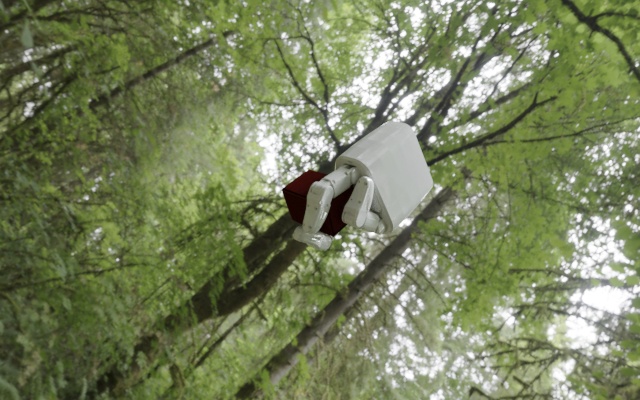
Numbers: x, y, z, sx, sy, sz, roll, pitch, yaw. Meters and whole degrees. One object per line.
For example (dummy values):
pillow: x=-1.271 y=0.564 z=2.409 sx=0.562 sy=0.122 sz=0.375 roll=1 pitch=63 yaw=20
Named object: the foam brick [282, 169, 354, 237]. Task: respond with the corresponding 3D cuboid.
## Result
foam brick: x=0.000 y=0.002 z=0.608 sx=0.078 sy=0.053 sz=0.051 roll=20 pitch=49 yaw=39
